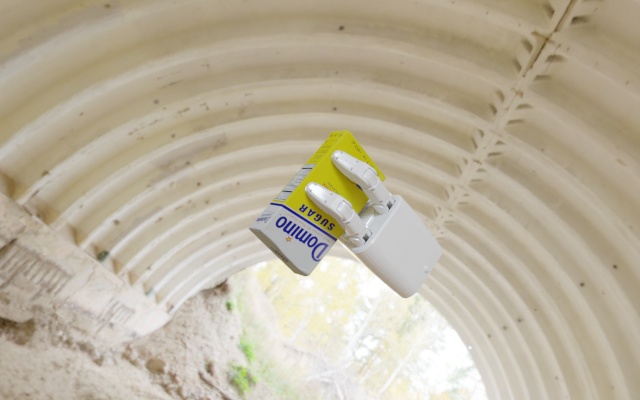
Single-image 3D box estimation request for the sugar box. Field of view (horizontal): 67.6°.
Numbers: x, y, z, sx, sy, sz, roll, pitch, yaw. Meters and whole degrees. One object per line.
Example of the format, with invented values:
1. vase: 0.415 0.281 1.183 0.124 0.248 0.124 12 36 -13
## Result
1. sugar box: 0.001 0.002 0.617 0.093 0.176 0.048 47 -22 -24
